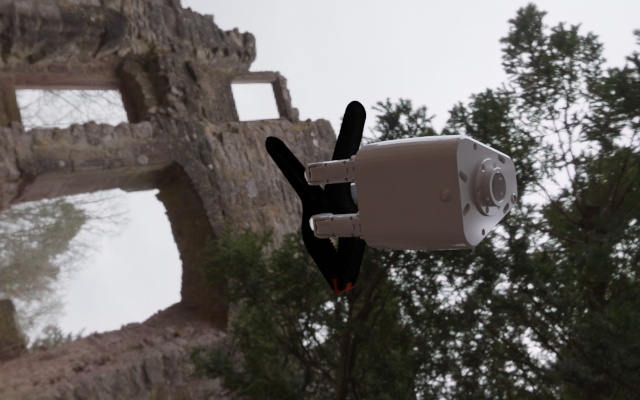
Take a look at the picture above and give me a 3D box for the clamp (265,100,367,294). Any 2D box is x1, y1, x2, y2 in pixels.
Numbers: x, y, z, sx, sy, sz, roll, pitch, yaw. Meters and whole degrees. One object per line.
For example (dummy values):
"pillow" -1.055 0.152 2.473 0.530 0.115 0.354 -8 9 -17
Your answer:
"clamp" 0.001 0.002 0.559 0.036 0.210 0.164 -12 6 -41
